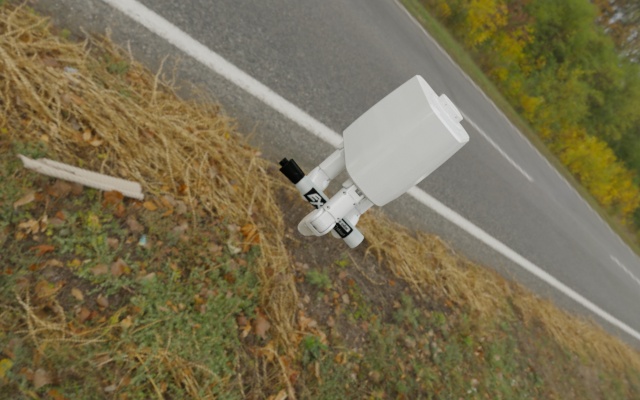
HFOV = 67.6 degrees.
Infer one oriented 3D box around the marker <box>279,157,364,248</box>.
[{"bbox_3d":[0.000,0.002,0.507,0.020,0.121,0.020,-41,10,9],"label":"marker"}]
